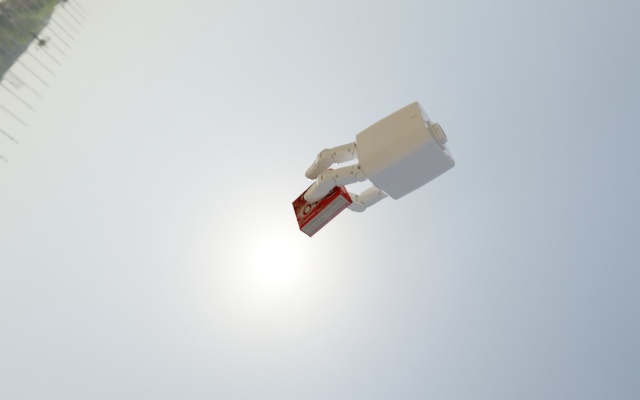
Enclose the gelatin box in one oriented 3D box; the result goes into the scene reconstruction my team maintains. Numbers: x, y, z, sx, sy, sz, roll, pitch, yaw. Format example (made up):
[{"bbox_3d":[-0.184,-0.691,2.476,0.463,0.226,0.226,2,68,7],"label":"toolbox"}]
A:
[{"bbox_3d":[0.000,0.003,0.732,0.030,0.089,0.073,39,17,-33],"label":"gelatin box"}]
